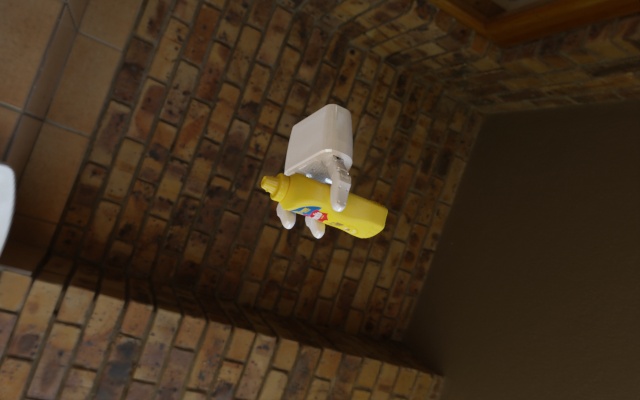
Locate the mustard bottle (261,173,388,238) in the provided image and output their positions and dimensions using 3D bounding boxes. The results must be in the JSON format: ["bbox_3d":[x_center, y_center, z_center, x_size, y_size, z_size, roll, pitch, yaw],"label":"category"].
[{"bbox_3d":[0.000,0.003,0.727,0.192,0.058,0.096,21,-14,-23],"label":"mustard bottle"}]
